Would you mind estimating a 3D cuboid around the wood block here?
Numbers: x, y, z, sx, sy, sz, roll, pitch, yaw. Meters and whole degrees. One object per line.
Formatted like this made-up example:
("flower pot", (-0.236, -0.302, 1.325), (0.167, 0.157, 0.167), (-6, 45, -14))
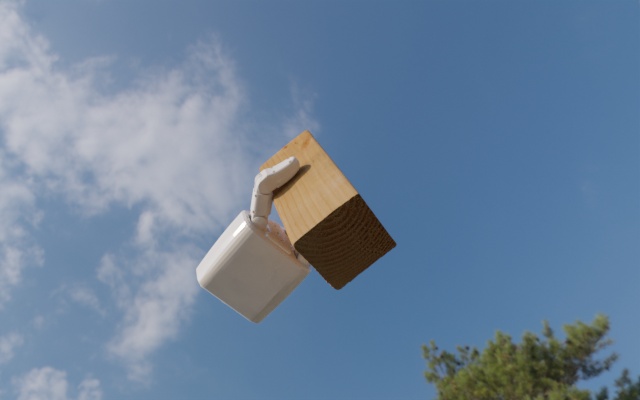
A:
("wood block", (0.000, 0.002, 0.600), (0.090, 0.091, 0.206), (-38, 32, 4))
